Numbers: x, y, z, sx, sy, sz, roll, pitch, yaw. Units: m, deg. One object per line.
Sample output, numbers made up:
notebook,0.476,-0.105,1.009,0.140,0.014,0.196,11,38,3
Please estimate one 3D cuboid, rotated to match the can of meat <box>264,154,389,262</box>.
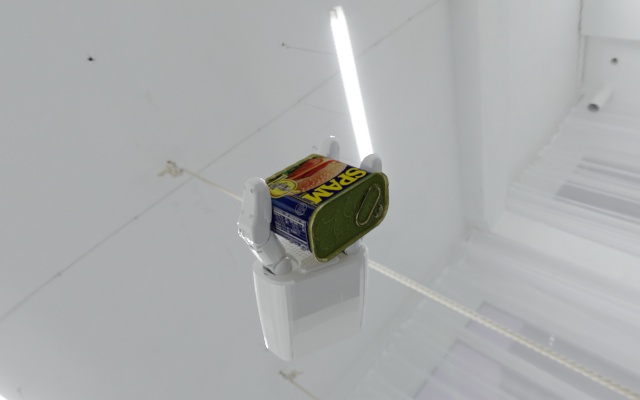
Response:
can of meat,0.000,0.001,0.447,0.084,0.057,0.102,23,42,40
